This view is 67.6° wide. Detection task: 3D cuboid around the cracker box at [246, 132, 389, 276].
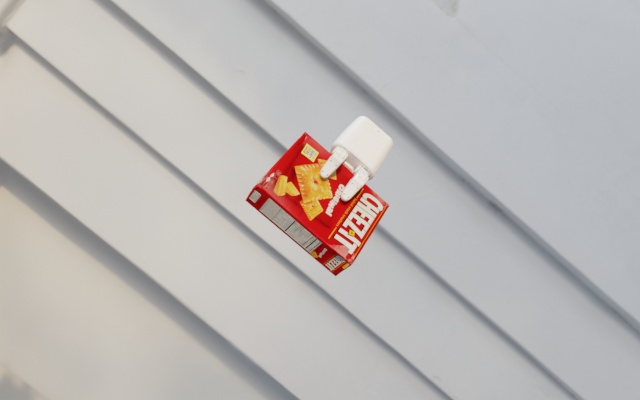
[{"bbox_3d":[0.000,0.003,0.866,0.164,0.214,0.072,-52,5,-37],"label":"cracker box"}]
